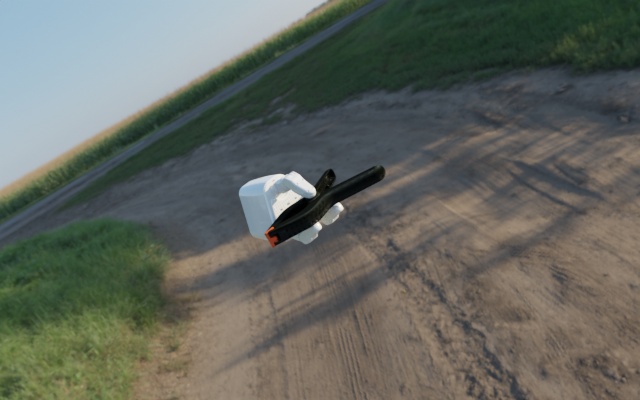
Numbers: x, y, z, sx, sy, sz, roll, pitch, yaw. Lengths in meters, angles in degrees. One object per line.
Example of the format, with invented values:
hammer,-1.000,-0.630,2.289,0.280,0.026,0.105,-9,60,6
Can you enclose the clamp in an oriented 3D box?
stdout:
clamp,-0.001,0.002,0.778,0.210,0.036,0.164,-41,19,-30
